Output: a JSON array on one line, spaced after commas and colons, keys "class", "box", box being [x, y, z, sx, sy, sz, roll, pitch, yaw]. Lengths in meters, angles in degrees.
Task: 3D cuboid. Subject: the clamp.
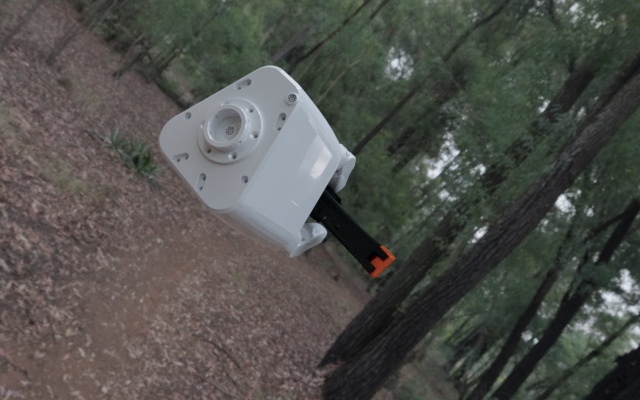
[{"class": "clamp", "box": [0.001, 0.001, 0.516, 0.210, 0.036, 0.164, 46, 1, 23]}]
